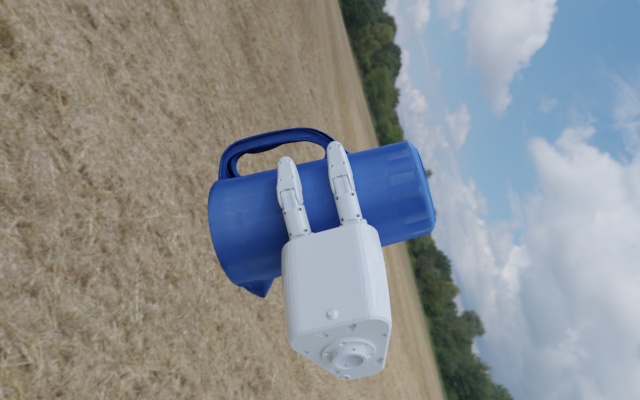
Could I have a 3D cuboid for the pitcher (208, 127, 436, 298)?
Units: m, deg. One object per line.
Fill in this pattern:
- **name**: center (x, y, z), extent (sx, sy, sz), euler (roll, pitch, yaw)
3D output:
- **pitcher**: center (0.000, 0.002, 0.557), extent (0.243, 0.145, 0.149), euler (-15, -47, 9)
